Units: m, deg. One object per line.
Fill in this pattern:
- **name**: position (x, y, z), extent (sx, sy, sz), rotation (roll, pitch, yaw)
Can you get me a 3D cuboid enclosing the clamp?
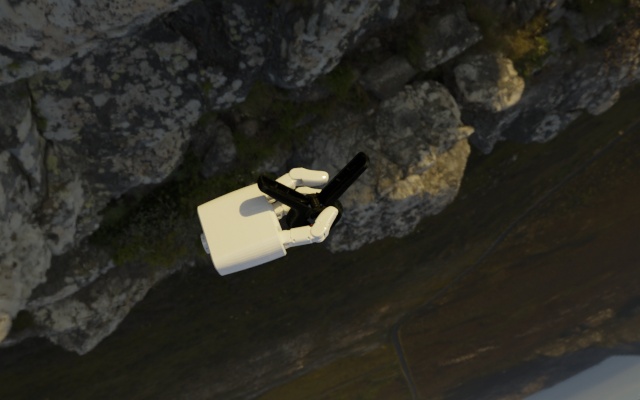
- **clamp**: position (0.000, 0.003, 0.750), extent (0.164, 0.036, 0.210), rotation (-16, -31, -3)
